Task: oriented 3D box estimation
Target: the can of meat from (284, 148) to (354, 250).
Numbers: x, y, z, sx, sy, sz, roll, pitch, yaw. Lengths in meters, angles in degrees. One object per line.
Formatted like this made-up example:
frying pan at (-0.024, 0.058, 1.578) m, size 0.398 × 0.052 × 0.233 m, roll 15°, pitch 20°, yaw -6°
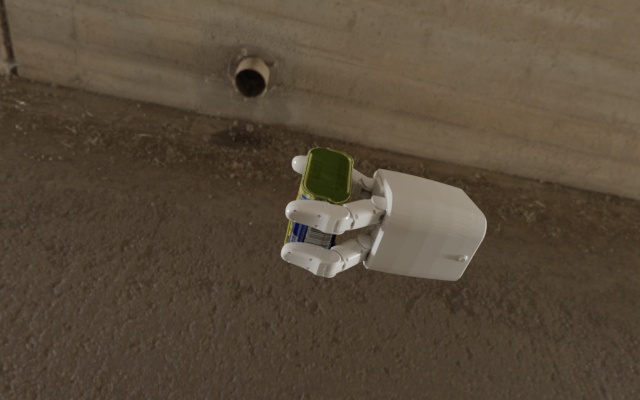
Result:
can of meat at (0.000, 0.001, 0.524) m, size 0.057 × 0.084 × 0.102 m, roll 13°, pitch 37°, yaw -4°
